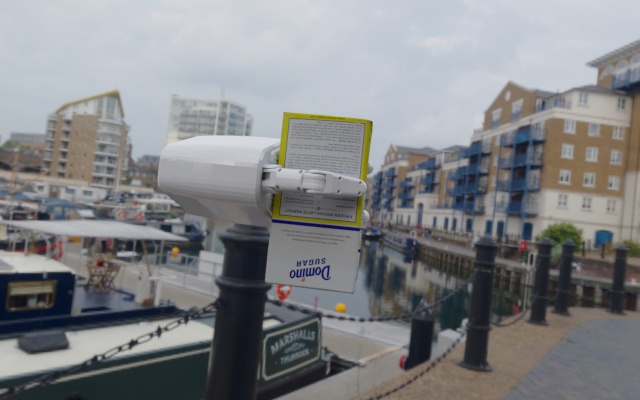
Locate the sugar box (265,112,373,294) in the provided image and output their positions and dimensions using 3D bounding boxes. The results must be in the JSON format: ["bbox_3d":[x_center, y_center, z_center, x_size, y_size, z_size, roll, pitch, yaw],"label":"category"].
[{"bbox_3d":[0.000,0.002,0.495,0.093,0.176,0.048,6,-1,8],"label":"sugar box"}]
